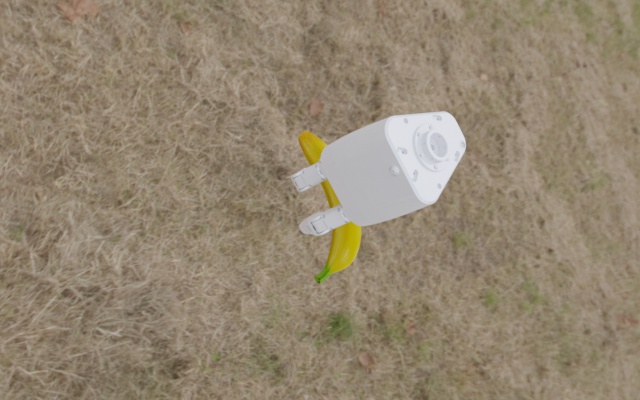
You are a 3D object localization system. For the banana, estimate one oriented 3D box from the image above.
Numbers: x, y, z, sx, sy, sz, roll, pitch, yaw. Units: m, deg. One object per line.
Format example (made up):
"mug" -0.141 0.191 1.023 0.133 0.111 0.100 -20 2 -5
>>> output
"banana" 0.017 0.004 0.621 0.069 0.197 0.037 -3 -8 -30
